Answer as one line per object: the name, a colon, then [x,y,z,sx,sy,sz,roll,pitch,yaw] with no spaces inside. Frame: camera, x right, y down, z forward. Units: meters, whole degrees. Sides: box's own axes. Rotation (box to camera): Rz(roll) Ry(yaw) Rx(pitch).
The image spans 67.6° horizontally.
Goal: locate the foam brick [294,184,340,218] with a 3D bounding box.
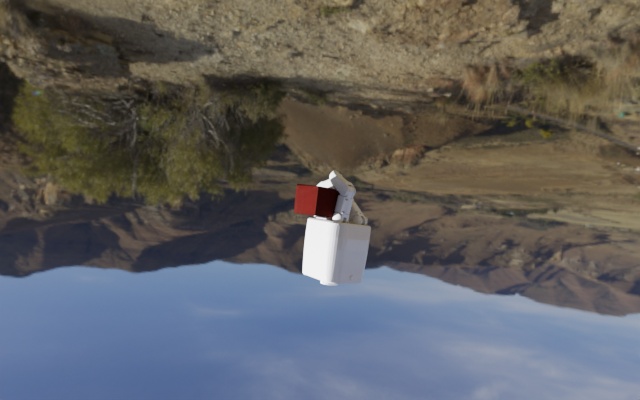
foam brick: [0.000,0.003,0.834,0.053,0.051,0.078,7,-1,43]
